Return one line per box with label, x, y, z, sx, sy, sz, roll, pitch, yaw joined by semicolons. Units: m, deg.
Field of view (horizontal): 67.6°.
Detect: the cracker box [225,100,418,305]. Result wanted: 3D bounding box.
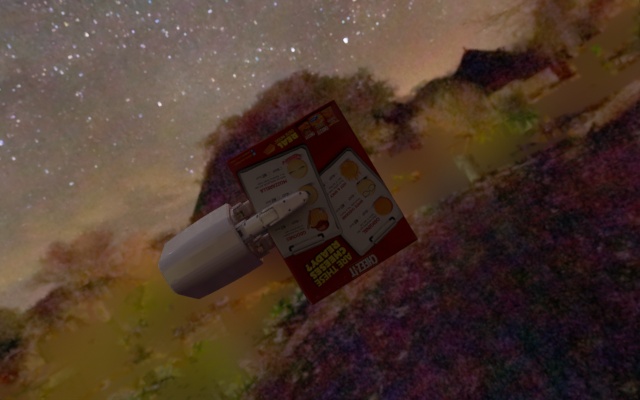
cracker box;0.000;0.002;0.638;0.164;0.213;0.072;-31;0;-4
